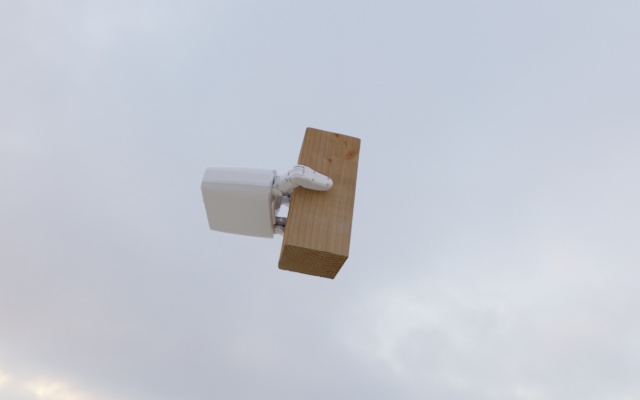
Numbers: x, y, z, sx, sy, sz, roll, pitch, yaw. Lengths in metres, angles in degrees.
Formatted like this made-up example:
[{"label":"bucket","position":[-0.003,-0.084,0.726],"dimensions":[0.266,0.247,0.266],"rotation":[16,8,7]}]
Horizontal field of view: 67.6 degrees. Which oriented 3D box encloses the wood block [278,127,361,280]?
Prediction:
[{"label":"wood block","position":[0.000,0.002,0.728],"dimensions":[0.090,0.206,0.091],"rotation":[12,-31,-6]}]
